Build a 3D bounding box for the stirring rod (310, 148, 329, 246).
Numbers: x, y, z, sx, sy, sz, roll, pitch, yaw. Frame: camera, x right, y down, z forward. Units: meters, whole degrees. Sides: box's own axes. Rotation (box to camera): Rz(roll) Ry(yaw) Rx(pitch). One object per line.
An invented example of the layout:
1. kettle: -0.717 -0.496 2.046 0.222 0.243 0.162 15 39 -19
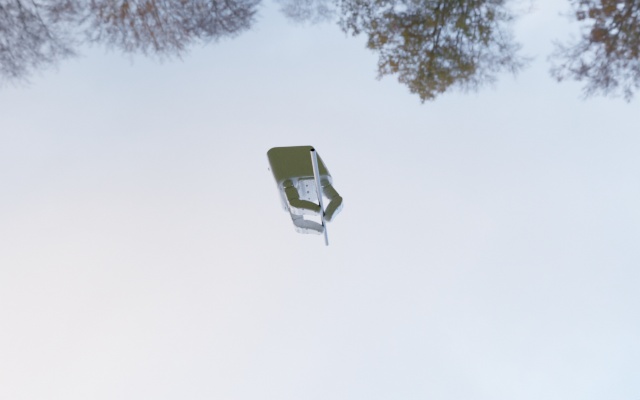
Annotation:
1. stirring rod: 0.000 0.003 0.845 0.011 0.011 0.240 0 -43 8
